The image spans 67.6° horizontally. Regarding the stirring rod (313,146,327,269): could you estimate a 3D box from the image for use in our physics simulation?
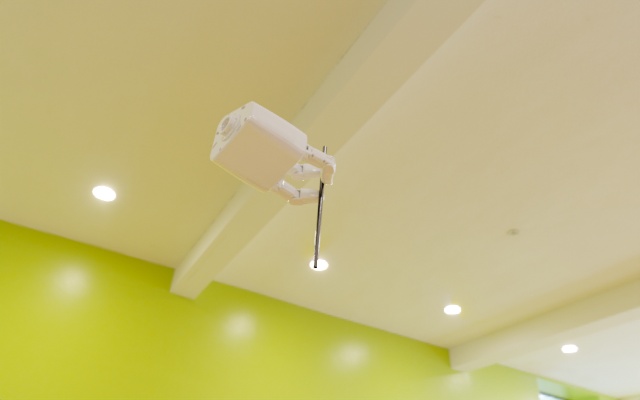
[{"bbox_3d":[0.000,0.003,0.781,0.011,0.239,0.011,3,-36,2],"label":"stirring rod"}]
